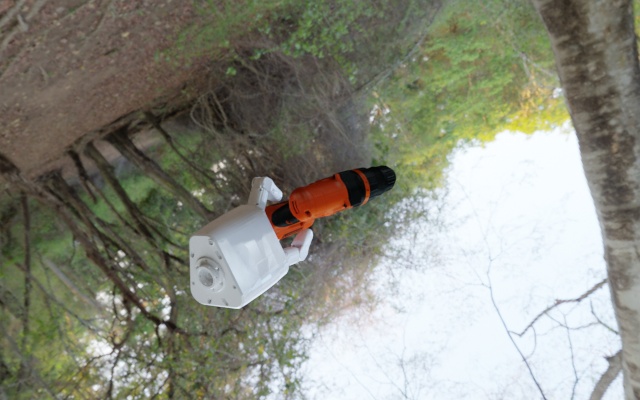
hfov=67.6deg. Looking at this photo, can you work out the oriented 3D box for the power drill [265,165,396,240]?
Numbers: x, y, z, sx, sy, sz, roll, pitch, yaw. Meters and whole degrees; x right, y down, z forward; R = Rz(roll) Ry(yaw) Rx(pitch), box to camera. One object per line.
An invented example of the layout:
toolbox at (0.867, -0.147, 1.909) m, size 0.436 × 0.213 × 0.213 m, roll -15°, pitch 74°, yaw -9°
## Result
power drill at (0.000, 0.003, 0.715) m, size 0.184 × 0.057 × 0.188 m, roll -16°, pitch -7°, yaw -37°
